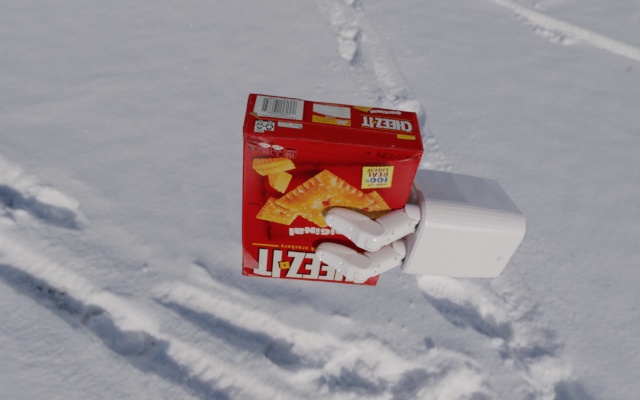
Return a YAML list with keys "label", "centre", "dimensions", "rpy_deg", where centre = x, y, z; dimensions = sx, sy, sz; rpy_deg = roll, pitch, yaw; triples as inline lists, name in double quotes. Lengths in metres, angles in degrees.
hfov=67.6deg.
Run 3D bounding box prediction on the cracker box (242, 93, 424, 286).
- label: "cracker box"
  centre: [0.000, 0.001, 0.508]
  dimensions: [0.164, 0.072, 0.214]
  rpy_deg: [6, -45, -4]
